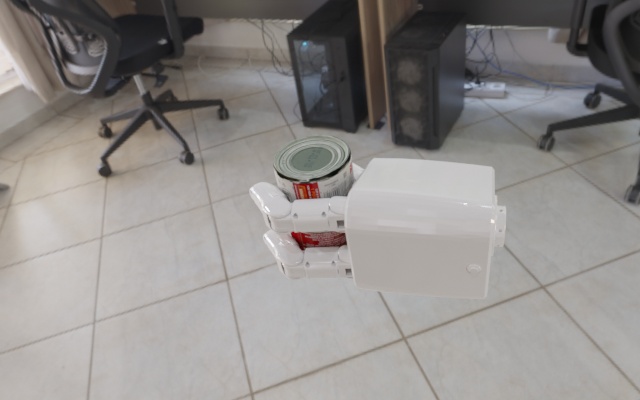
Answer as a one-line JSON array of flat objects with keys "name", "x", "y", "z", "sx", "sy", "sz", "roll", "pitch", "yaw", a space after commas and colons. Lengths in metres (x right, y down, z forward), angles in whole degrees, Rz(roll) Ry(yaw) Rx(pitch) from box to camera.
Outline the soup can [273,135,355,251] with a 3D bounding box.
[{"name": "soup can", "x": 0.000, "y": 0.001, "z": 0.428, "sx": 0.068, "sy": 0.102, "sz": 0.068, "roll": -7, "pitch": 39, "yaw": 6}]
